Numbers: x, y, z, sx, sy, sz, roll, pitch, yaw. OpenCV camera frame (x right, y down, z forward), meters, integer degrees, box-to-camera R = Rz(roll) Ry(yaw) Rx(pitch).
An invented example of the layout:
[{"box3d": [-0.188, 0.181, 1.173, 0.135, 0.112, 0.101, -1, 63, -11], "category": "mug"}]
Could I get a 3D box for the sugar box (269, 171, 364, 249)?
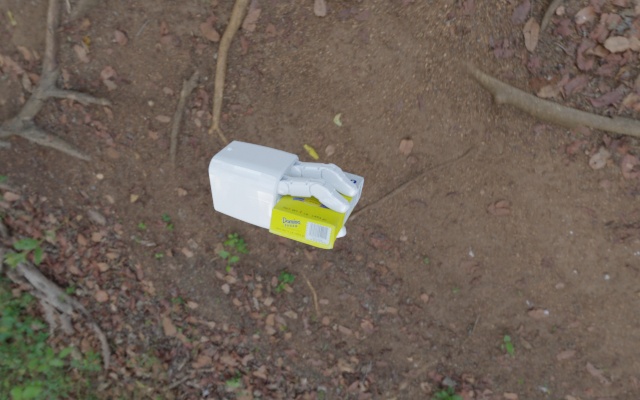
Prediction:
[{"box3d": [0.000, 0.002, 0.718, 0.093, 0.048, 0.176, 16, 31, 10], "category": "sugar box"}]
